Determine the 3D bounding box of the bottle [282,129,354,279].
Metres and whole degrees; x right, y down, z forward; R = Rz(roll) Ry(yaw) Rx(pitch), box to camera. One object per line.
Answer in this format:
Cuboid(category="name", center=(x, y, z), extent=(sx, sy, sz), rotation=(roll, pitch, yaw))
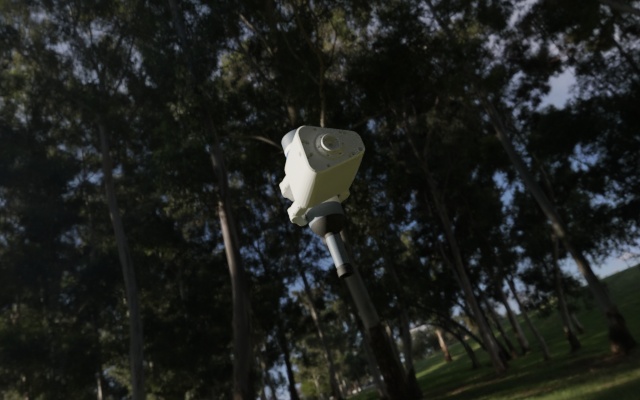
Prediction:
Cuboid(category="bottle", center=(0.000, 0.003, 0.877), extent=(0.069, 0.295, 0.069), rotation=(-16, -26, -8))
